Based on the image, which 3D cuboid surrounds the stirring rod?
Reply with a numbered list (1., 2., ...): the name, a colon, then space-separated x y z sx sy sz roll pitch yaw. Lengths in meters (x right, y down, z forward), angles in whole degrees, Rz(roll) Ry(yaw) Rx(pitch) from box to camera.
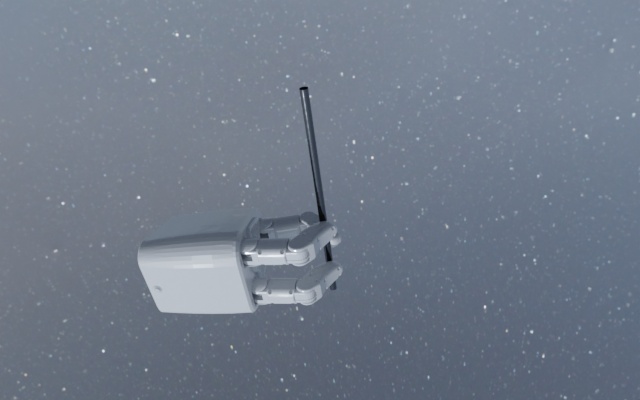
1. stirring rod: 0.000 0.001 0.481 0.011 0.240 0.011 -6 34 4
